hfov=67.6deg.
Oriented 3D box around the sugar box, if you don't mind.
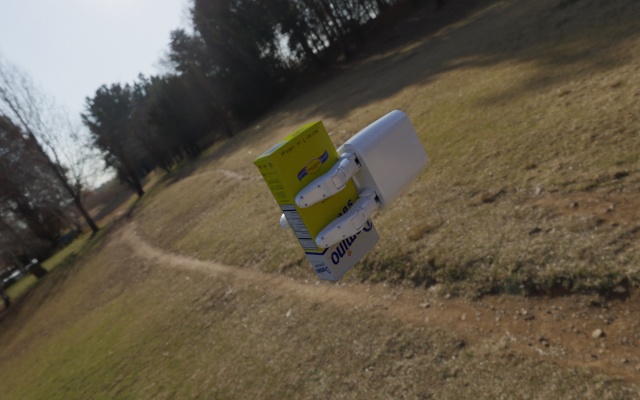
[{"bbox_3d":[0.000,0.002,0.588,0.093,0.176,0.048,-40,18,-32],"label":"sugar box"}]
